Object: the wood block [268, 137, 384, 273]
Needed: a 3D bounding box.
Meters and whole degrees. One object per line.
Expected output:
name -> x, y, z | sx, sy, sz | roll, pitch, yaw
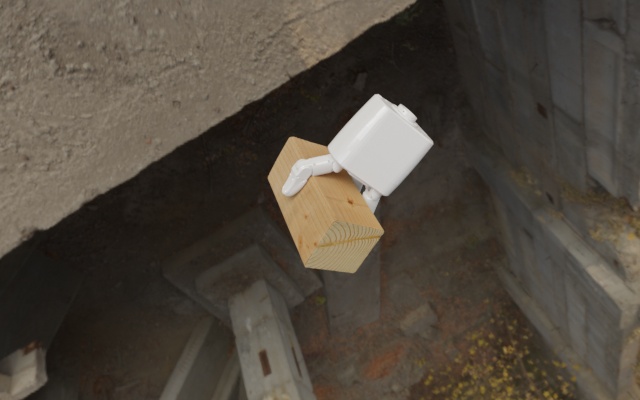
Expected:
wood block -> 0.000, 0.002, 0.734 | 0.091, 0.090, 0.206 | 13, 33, -33
